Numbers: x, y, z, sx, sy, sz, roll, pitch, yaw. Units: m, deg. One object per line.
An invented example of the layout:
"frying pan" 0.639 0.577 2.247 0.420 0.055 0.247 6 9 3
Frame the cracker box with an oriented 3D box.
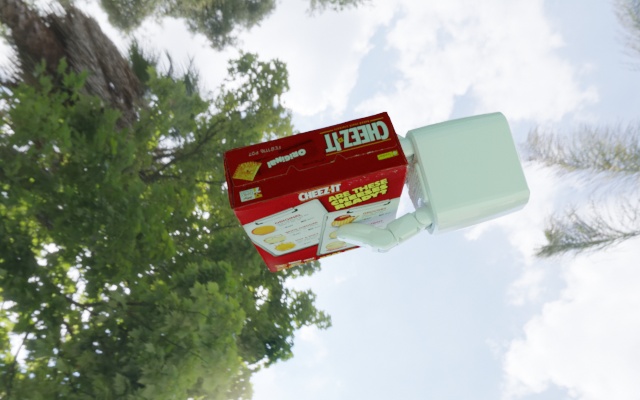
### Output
"cracker box" 0.000 0.002 0.528 0.164 0.072 0.214 -15 -24 -2
